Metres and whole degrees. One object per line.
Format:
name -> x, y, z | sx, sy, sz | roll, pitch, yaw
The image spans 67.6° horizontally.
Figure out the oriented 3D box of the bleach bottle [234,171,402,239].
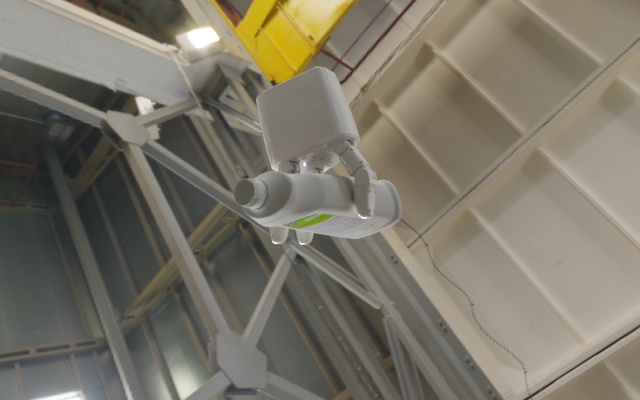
bleach bottle -> 0.000, 0.002, 0.586 | 0.102, 0.068, 0.251 | -27, -21, 30
